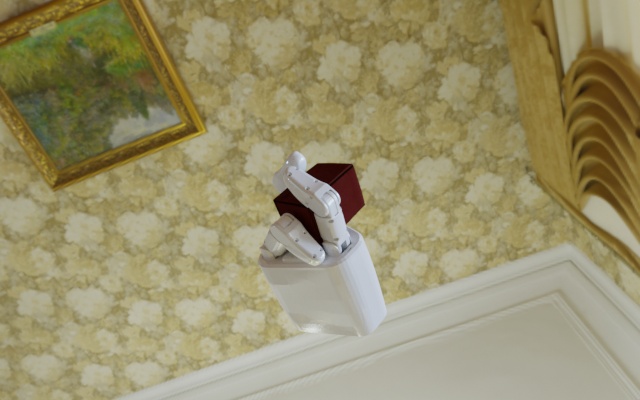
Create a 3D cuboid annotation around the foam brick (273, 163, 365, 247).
[{"bbox_3d":[0.000,0.001,0.501,0.053,0.051,0.078,8,40,45],"label":"foam brick"}]
